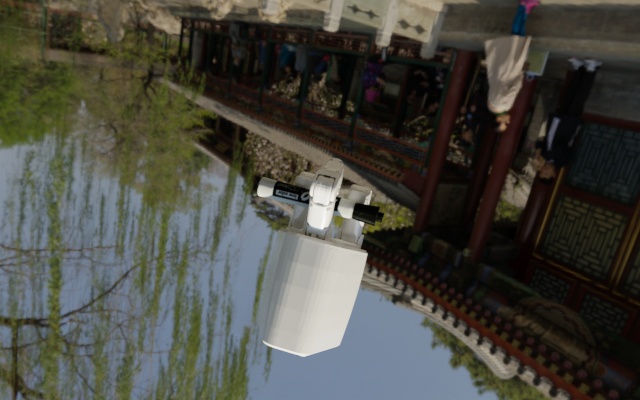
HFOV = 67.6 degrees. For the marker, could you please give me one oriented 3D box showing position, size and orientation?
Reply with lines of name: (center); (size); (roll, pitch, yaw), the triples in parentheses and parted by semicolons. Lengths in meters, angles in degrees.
marker: (0.000, 0.001, 0.451); (0.121, 0.020, 0.020); (15, 2, 9)
